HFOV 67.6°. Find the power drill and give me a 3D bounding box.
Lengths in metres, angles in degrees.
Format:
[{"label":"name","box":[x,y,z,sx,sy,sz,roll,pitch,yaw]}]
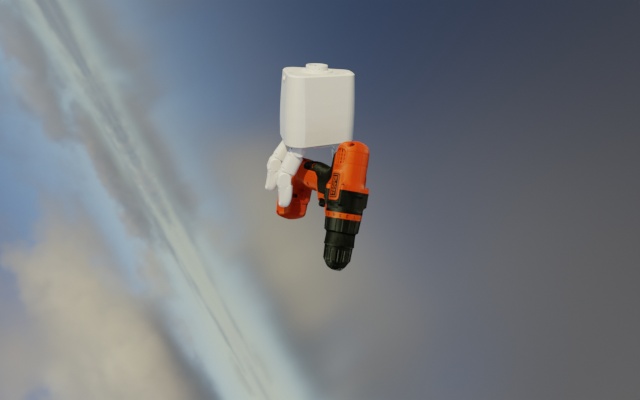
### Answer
[{"label":"power drill","box":[0.000,0.002,0.736,0.057,0.184,0.187,11,-1,-34]}]
